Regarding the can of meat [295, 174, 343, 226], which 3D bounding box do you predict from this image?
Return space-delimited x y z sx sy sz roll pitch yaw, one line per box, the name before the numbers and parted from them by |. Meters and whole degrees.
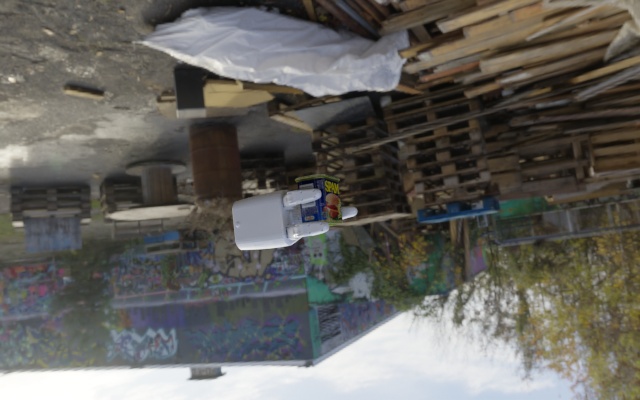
can of meat | 0.000 0.003 0.845 0.057 0.084 0.102 -9 -7 21
